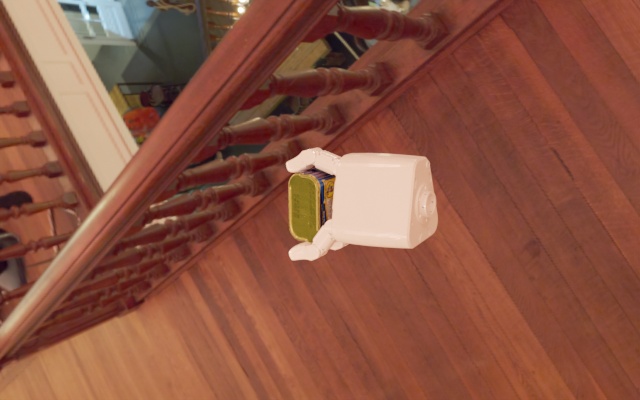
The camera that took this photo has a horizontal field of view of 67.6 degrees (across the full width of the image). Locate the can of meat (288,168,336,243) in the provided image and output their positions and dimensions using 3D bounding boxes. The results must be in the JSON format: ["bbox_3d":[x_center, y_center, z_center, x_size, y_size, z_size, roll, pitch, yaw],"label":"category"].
[{"bbox_3d":[0.000,0.002,0.680,0.057,0.102,0.084,9,18,34],"label":"can of meat"}]
